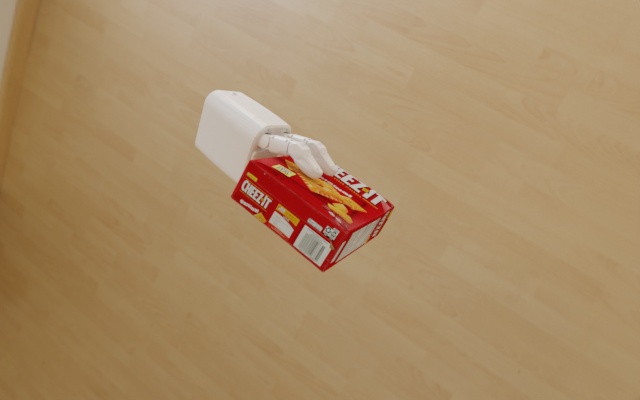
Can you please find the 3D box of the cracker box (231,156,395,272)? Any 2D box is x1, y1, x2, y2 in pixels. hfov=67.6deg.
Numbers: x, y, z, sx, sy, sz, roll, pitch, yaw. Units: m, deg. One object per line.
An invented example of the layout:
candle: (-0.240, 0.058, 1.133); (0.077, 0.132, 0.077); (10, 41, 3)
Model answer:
cracker box: (0.000, 0.002, 0.695); (0.164, 0.072, 0.213); (37, 22, 15)
